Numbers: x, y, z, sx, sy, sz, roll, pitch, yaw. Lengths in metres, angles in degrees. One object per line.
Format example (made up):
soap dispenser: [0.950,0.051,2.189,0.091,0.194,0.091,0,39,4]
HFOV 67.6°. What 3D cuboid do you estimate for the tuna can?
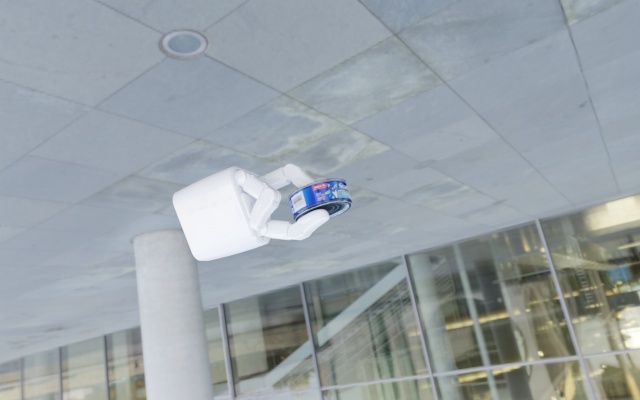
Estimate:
tuna can: [0.000,0.003,0.665,0.086,0.033,0.086,-15,-17,-5]
